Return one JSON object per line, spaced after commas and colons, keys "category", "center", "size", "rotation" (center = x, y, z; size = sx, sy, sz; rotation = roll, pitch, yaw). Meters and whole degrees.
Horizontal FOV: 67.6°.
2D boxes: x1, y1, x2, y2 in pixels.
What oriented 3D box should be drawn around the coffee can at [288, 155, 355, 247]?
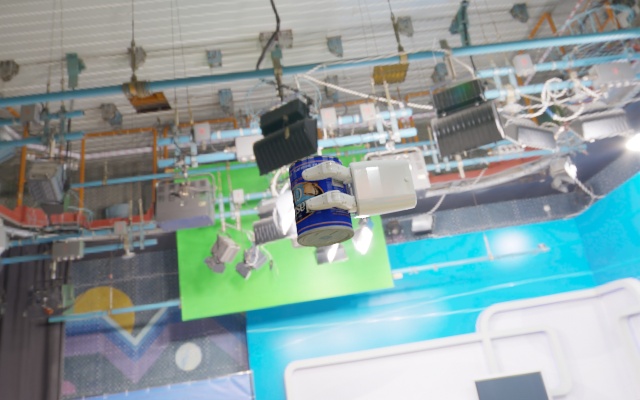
{"category": "coffee can", "center": [0.000, 0.003, 0.865], "size": [0.103, 0.140, 0.103], "rotation": [-7, -20, -3]}
